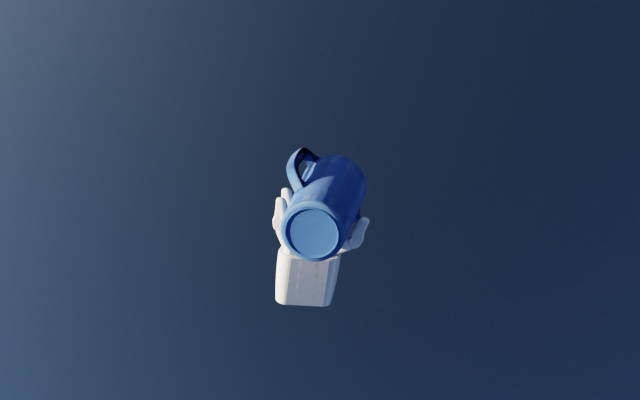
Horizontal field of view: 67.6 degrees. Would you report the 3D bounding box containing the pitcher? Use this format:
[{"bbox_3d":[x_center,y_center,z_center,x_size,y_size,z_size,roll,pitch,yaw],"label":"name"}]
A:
[{"bbox_3d":[0.000,0.003,0.865,0.149,0.145,0.242,11,22,7],"label":"pitcher"}]
